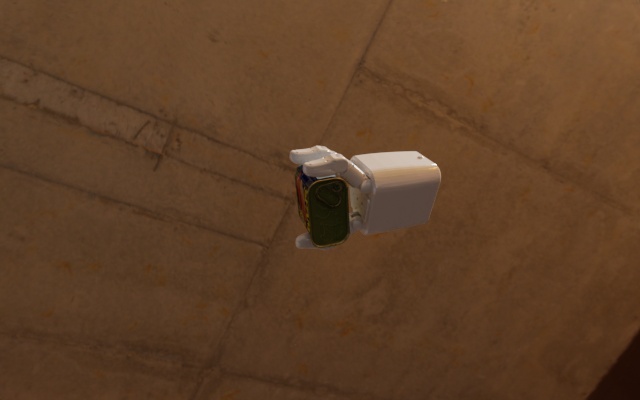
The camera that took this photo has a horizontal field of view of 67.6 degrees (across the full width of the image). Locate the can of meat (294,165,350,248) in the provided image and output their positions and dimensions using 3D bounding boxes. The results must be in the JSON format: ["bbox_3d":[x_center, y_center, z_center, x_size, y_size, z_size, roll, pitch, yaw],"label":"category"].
[{"bbox_3d":[0.000,0.002,0.679,0.057,0.102,0.084,-11,26,-13],"label":"can of meat"}]
